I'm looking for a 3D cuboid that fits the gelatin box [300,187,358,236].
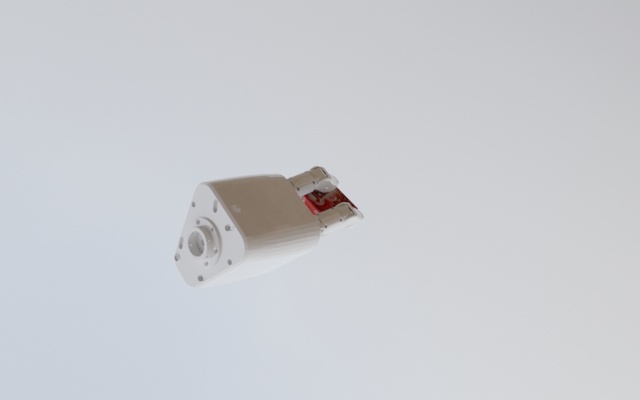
[{"bbox_3d":[0.000,0.002,0.600,0.030,0.073,0.089,-48,-10,26],"label":"gelatin box"}]
